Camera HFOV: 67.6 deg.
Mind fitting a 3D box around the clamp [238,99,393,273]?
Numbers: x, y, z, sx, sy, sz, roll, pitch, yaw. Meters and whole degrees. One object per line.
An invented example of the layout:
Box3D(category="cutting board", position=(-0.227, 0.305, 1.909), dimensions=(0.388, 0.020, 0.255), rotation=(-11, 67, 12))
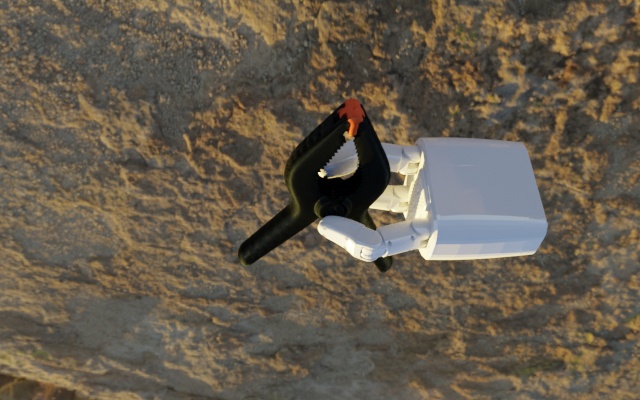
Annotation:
Box3D(category="clamp", position=(0.000, 0.002, 0.446), dimensions=(0.164, 0.036, 0.210), rotation=(-2, -45, -5))
